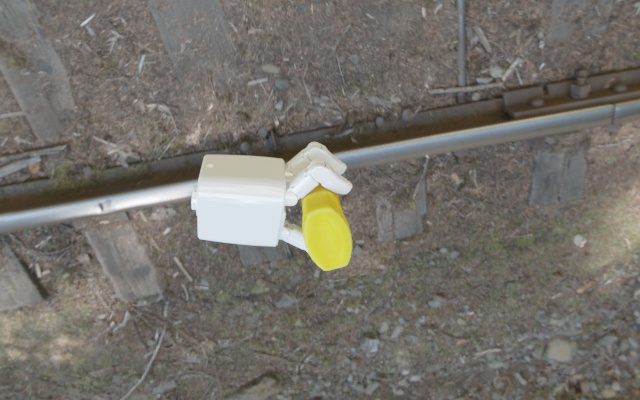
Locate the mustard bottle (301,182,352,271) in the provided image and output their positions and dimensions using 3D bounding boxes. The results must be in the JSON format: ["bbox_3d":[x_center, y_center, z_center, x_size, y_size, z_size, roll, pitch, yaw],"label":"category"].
[{"bbox_3d":[0.000,0.002,0.656,0.058,0.096,0.191,-16,31,3],"label":"mustard bottle"}]
